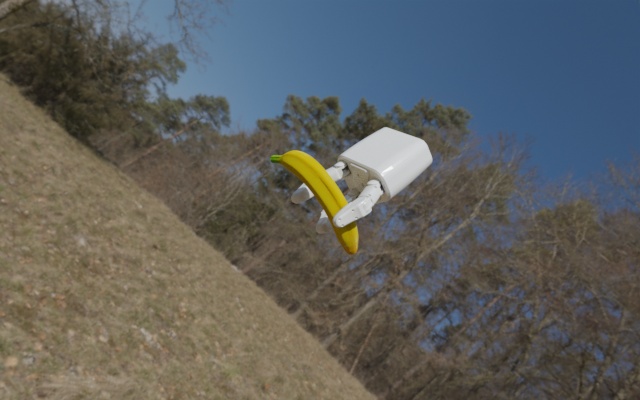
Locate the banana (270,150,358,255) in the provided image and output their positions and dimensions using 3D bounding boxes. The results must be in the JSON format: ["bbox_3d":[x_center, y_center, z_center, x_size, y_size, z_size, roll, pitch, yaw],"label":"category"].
[{"bbox_3d":[0.005,-0.006,0.716,0.037,0.198,0.070,-38,0,-27],"label":"banana"}]
